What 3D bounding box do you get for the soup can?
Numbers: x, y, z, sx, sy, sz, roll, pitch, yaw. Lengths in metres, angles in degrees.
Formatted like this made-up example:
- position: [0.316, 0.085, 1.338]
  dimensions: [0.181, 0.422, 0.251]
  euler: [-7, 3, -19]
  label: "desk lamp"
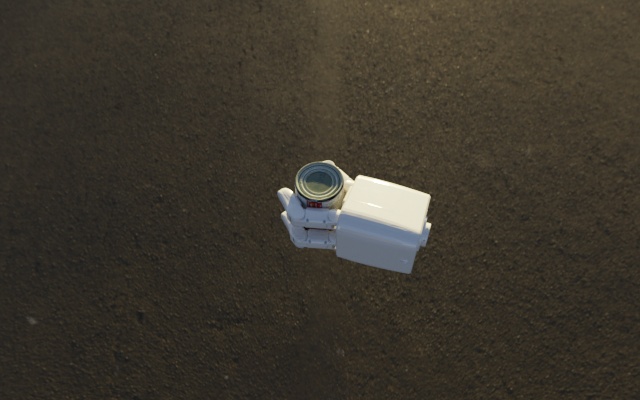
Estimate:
- position: [0.000, 0.002, 0.676]
  dimensions: [0.068, 0.068, 0.102]
  euler: [0, -34, 2]
  label: "soup can"
